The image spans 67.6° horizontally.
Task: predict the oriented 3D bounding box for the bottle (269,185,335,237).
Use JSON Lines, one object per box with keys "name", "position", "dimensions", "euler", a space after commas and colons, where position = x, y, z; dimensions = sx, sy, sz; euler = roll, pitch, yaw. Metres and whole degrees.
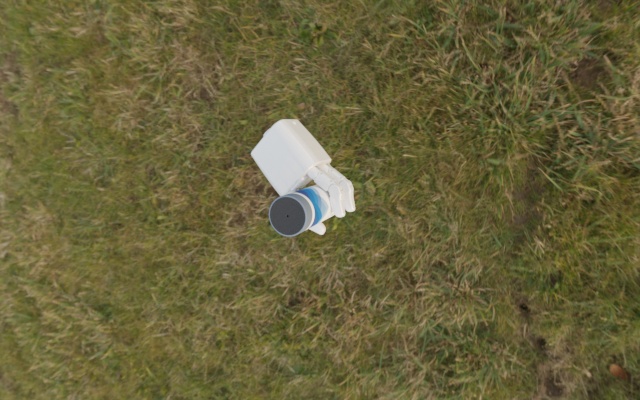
{"name": "bottle", "position": [0.000, 0.003, 0.888], "dimensions": [0.069, 0.069, 0.295], "euler": [0, 9, 21]}
